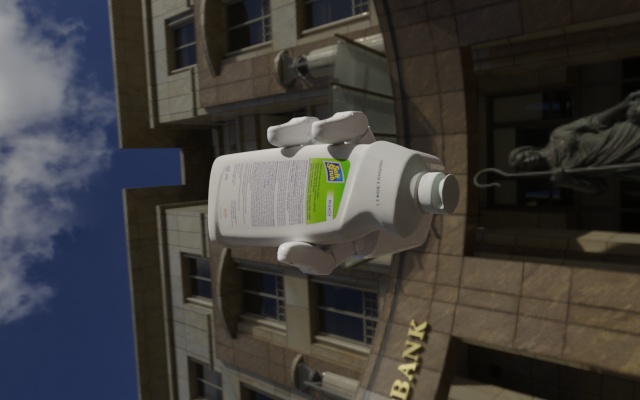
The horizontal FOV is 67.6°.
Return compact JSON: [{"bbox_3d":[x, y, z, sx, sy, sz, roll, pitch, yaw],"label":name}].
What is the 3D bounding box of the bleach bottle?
[{"bbox_3d":[0.000,0.001,0.428,0.251,0.102,0.068,2,1,41],"label":"bleach bottle"}]
